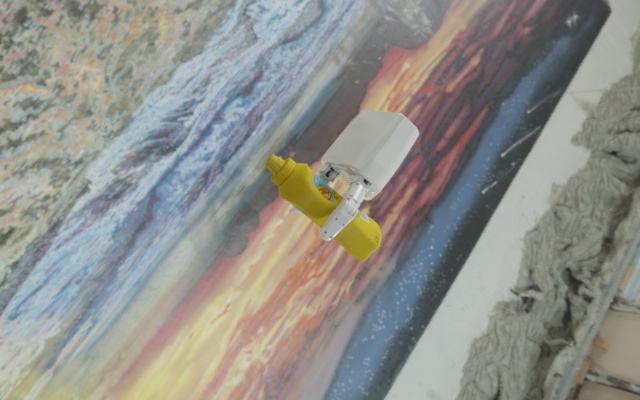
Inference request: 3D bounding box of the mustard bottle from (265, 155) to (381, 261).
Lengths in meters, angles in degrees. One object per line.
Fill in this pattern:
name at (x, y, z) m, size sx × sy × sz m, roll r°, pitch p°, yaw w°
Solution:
mustard bottle at (0.000, 0.003, 0.681) m, size 0.192 × 0.058 × 0.096 m, roll 40°, pitch 13°, yaw -15°
